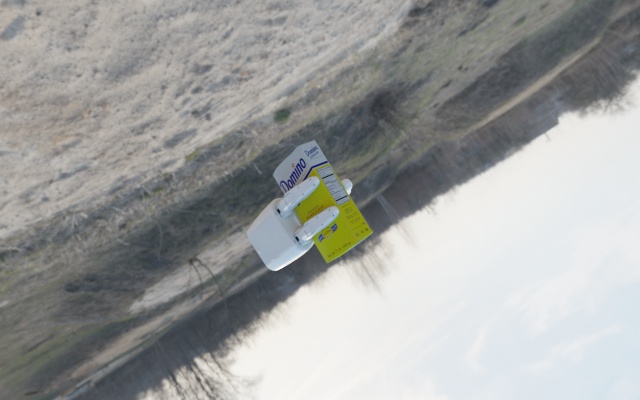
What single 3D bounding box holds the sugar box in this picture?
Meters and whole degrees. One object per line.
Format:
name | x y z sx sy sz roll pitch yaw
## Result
sugar box | 0.000 0.003 0.761 0.048 0.176 0.093 -28 -9 -43
